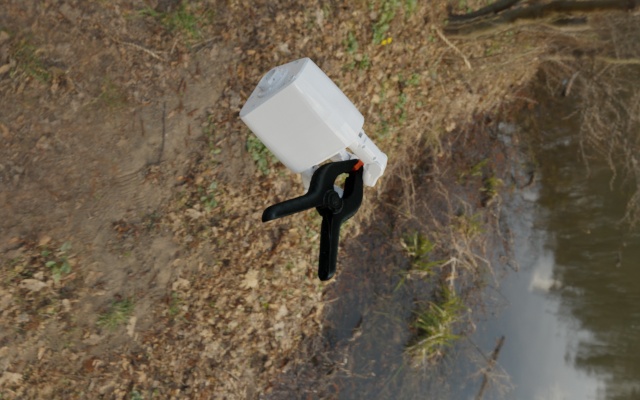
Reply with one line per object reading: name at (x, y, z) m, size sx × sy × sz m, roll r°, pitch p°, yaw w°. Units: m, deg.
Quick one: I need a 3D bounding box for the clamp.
clamp at (0.001, 0.002, 0.609) m, size 0.039 × 0.171 × 0.120 m, roll -13°, pitch -47°, yaw 47°
